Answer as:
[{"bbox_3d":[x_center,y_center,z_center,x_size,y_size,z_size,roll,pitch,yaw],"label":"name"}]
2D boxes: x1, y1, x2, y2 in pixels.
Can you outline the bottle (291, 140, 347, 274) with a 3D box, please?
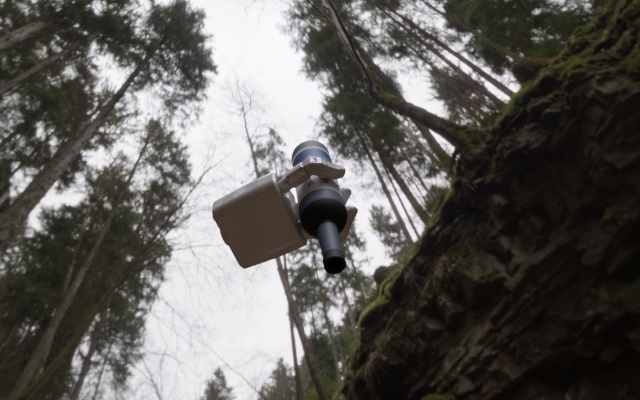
[{"bbox_3d":[0.000,0.002,0.694,0.069,0.069,0.295,0,31,-8],"label":"bottle"}]
